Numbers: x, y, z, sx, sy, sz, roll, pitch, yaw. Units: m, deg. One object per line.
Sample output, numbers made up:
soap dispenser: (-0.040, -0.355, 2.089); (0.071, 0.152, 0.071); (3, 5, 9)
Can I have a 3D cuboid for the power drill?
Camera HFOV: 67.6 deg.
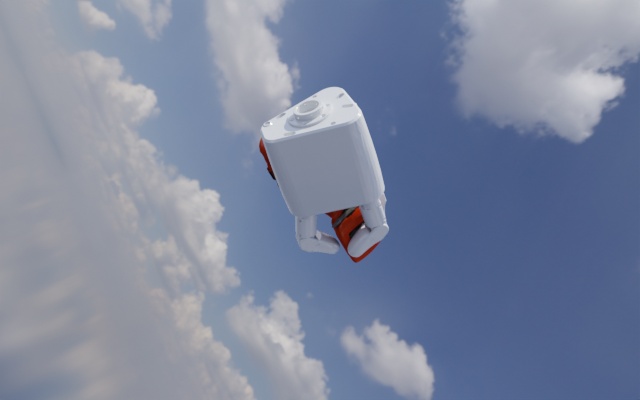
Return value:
power drill: (0.000, 0.002, 0.669); (0.187, 0.057, 0.184); (41, -10, 31)
